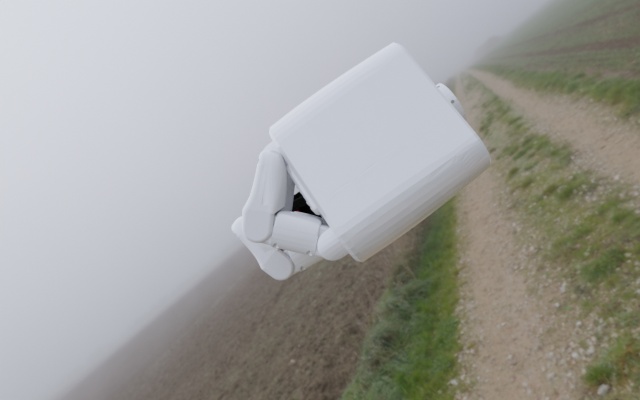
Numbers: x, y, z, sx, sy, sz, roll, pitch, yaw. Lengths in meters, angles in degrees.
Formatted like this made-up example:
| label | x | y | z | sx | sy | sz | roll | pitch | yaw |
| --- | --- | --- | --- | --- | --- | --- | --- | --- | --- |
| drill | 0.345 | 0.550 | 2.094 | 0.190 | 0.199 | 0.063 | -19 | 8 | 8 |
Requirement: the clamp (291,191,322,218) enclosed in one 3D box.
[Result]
| label | x | y | z | sx | sy | sz | roll | pitch | yaw |
| --- | --- | --- | --- | --- | --- | --- | --- | --- | --- |
| clamp | 0.000 | 0.001 | 0.439 | 0.120 | 0.039 | 0.171 | -33 | 3 | 5 |
